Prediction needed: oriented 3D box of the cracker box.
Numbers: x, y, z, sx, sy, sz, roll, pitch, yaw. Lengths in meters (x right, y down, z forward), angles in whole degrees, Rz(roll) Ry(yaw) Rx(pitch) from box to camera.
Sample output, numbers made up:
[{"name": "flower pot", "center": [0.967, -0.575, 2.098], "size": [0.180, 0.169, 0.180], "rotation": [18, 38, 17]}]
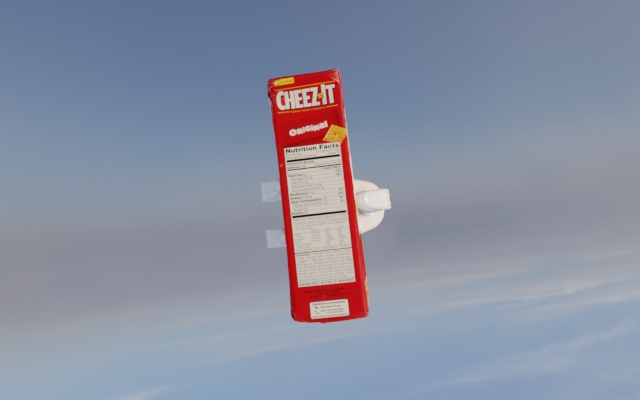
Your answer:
[{"name": "cracker box", "center": [0.000, 0.002, 0.478], "size": [0.072, 0.213, 0.164], "rotation": [-7, -5, 3]}]
